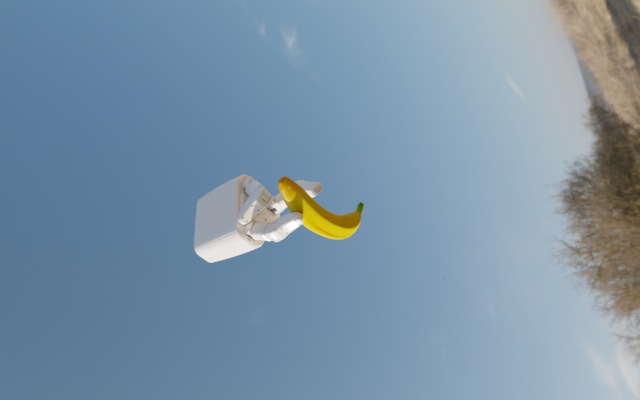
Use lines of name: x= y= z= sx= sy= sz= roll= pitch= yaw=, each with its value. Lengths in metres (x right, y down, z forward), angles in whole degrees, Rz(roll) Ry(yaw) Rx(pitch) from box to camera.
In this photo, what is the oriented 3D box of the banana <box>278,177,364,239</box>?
banana: x=0.005 y=0.020 z=0.714 sx=0.037 sy=0.069 sz=0.198 roll=-22 pitch=-25 yaw=32
